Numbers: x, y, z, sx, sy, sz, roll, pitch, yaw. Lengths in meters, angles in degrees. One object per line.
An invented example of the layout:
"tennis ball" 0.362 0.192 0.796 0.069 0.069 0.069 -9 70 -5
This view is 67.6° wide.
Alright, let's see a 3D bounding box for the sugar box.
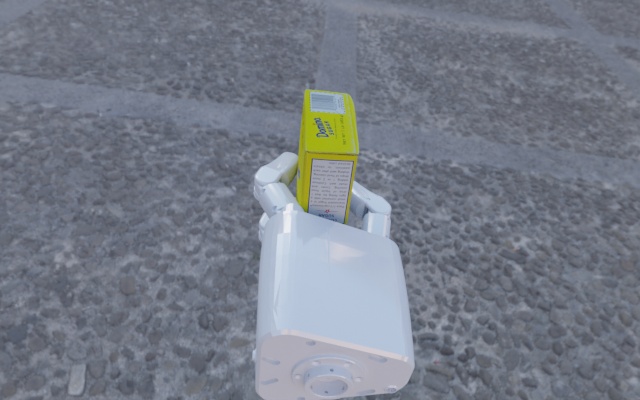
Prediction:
"sugar box" 0.000 0.001 0.428 0.048 0.176 0.093 5 41 -5
